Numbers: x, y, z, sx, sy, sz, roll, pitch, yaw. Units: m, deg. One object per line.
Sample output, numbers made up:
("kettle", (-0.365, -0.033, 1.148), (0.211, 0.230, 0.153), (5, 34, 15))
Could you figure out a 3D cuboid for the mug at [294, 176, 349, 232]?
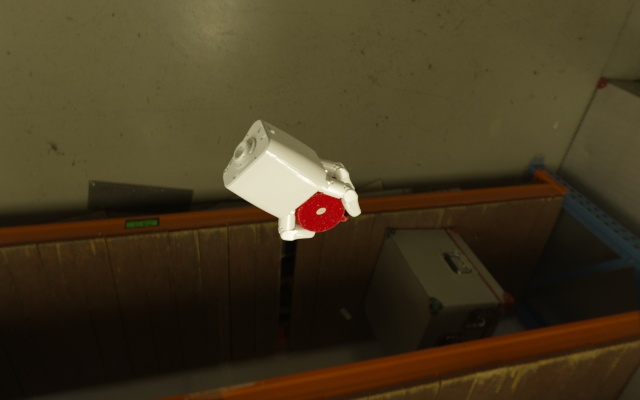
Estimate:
("mug", (0.001, 0.003, 0.788), (0.117, 0.093, 0.081), (29, 21, -32))
